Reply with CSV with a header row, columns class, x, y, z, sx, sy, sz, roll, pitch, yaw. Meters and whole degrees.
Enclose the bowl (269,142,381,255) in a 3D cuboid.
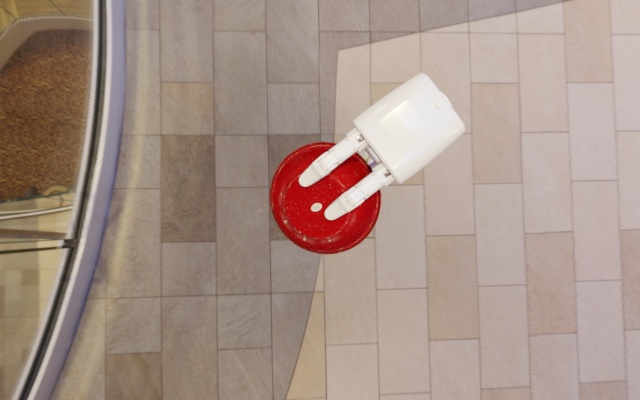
class,x,y,z,sx,sy,sz,roll,pitch,yaw
bowl,-0.001,0.003,0.653,0.162,0.162,0.055,0,10,12
